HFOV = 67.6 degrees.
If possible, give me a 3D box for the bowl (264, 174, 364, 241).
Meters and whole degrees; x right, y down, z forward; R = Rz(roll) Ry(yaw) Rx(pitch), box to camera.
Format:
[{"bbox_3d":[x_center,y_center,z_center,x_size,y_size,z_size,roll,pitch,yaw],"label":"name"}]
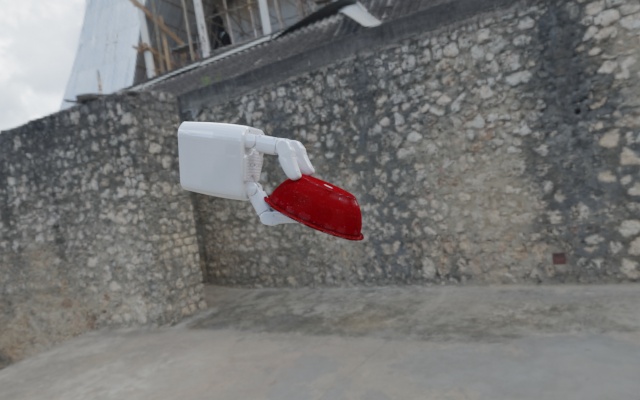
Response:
[{"bbox_3d":[0.002,0.002,0.715,0.162,0.055,0.162,22,8,-3],"label":"bowl"}]
